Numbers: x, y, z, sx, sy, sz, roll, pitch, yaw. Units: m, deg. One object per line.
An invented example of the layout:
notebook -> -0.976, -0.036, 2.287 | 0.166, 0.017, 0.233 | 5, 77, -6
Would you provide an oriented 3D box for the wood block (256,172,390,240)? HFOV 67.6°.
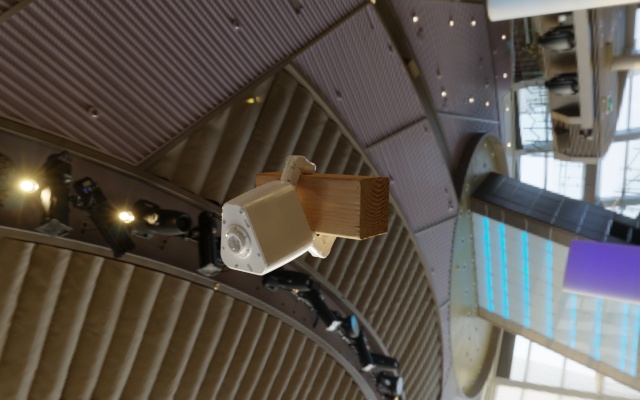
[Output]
wood block -> 0.000, 0.002, 0.777 | 0.206, 0.091, 0.090 | 6, 8, 36
